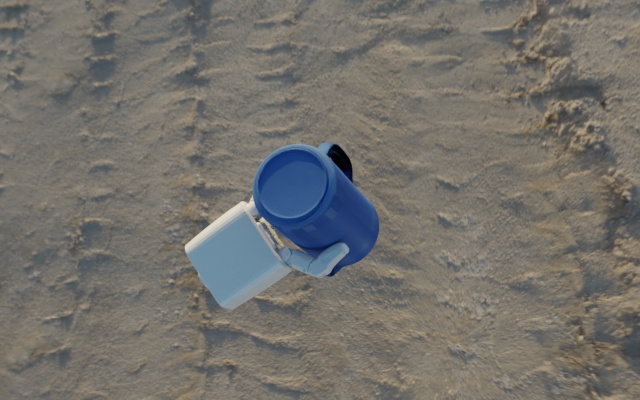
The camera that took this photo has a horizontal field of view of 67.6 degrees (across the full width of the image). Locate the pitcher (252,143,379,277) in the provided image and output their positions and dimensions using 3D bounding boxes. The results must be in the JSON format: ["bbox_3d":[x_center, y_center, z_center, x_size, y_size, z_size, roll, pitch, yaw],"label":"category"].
[{"bbox_3d":[0.000,0.002,0.677,0.145,0.149,0.243,-36,-22,4],"label":"pitcher"}]
